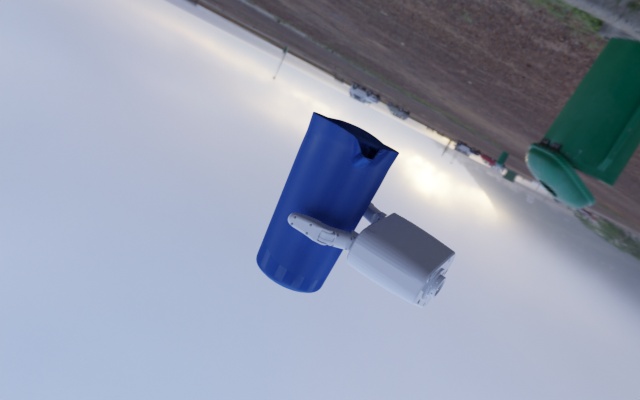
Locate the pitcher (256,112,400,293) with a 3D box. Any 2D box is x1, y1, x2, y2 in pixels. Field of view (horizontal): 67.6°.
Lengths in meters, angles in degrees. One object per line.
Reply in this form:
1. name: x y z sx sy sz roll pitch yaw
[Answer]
1. pitcher: 0.000 0.002 0.696 0.145 0.243 0.149 32 13 25
